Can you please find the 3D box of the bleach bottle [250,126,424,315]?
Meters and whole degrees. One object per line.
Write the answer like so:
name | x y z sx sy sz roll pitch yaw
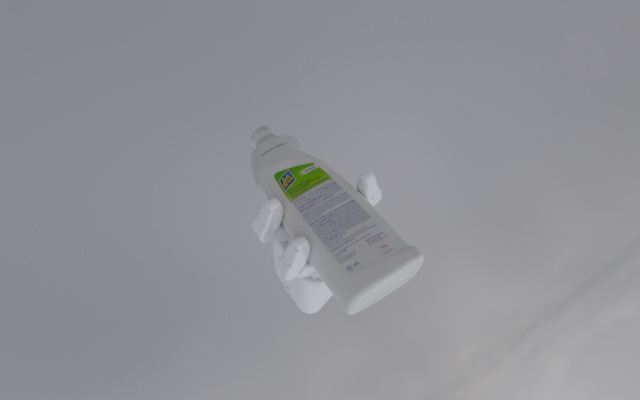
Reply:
bleach bottle | 0.000 0.002 0.552 0.102 0.250 0.068 -27 -27 -20
